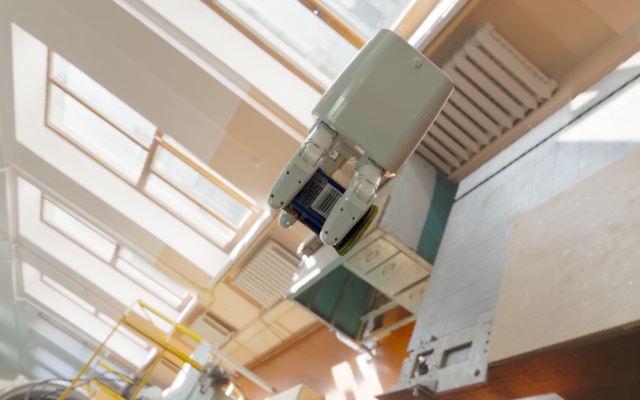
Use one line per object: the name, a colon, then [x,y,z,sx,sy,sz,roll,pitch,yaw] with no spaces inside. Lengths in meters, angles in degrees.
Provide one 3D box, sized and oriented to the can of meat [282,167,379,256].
can of meat: [0.000,0.001,0.465,0.084,0.057,0.102,38,0,-7]
